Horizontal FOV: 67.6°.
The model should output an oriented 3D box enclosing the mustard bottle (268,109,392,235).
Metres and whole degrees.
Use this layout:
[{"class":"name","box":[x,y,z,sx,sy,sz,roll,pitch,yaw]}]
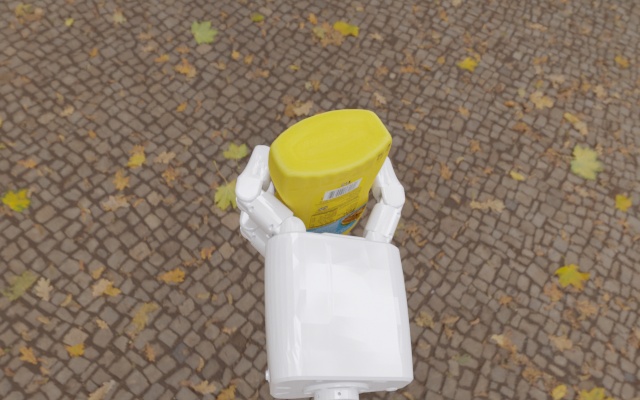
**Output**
[{"class":"mustard bottle","box":[0.000,0.001,0.441,0.096,0.058,0.192,-23,-25,-18]}]
